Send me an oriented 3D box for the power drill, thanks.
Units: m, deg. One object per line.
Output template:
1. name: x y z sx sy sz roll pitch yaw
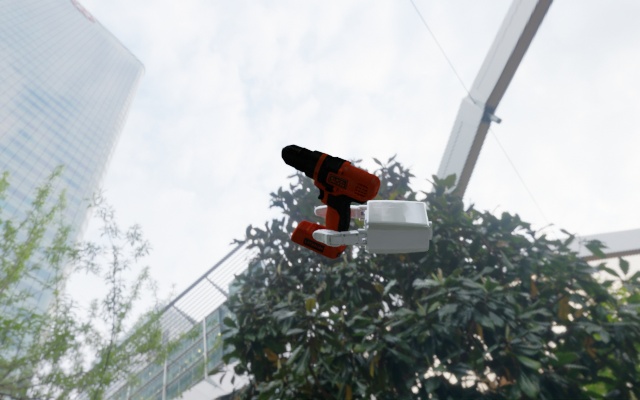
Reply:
1. power drill: 0.000 0.003 0.861 0.184 0.188 0.057 24 36 14
